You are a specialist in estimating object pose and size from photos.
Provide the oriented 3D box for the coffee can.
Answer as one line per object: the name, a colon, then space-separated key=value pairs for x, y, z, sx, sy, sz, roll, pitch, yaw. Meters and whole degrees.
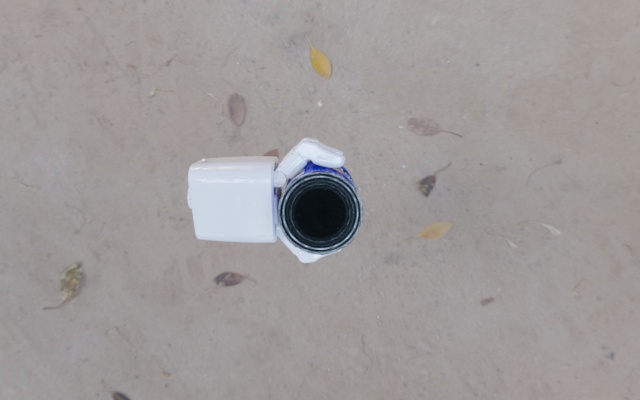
coffee can: x=0.000 y=0.002 z=0.635 sx=0.103 sy=0.103 sz=0.140 roll=0 pitch=11 yaw=0
